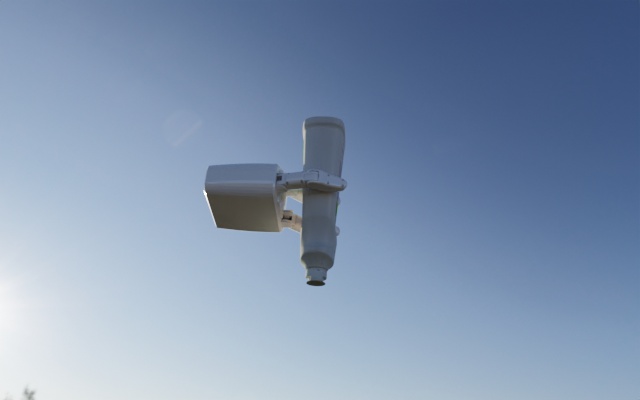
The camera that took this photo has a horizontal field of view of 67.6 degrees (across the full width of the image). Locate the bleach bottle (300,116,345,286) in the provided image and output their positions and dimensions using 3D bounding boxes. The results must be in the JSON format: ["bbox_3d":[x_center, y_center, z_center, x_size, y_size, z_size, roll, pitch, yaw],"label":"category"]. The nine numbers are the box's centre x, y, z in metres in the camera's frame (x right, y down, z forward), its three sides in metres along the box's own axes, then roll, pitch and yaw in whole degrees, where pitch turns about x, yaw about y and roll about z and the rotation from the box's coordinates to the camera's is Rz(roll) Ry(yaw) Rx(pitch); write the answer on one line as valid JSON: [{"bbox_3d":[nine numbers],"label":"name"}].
[{"bbox_3d":[0.000,0.002,0.728,0.068,0.250,0.103,1,-26,5],"label":"bleach bottle"}]
